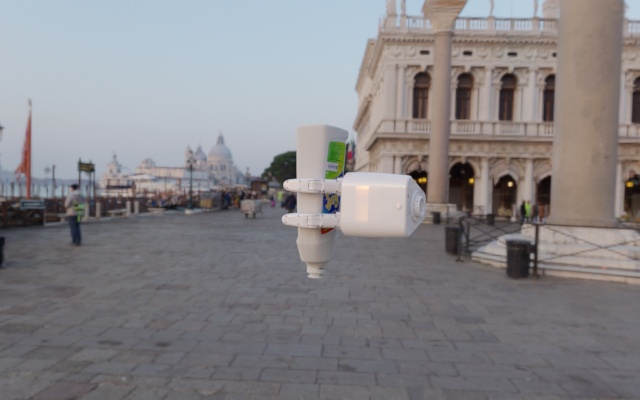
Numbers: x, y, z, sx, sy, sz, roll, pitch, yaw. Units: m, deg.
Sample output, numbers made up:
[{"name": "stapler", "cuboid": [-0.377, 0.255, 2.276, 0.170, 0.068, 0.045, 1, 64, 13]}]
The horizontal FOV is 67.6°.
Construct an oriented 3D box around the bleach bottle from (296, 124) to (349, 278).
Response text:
[{"name": "bleach bottle", "cuboid": [0.000, 0.003, 0.804, 0.068, 0.251, 0.102, 2, 1, 28]}]
